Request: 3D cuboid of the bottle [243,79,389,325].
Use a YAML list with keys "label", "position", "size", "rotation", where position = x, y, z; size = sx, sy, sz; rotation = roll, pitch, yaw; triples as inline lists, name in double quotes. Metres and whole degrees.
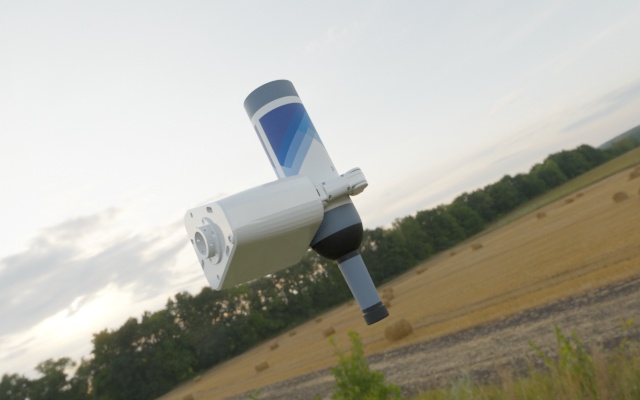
- label: "bottle"
  position: [0.000, 0.002, 0.551]
  size: [0.069, 0.295, 0.069]
  rotation: [-25, -11, -5]
